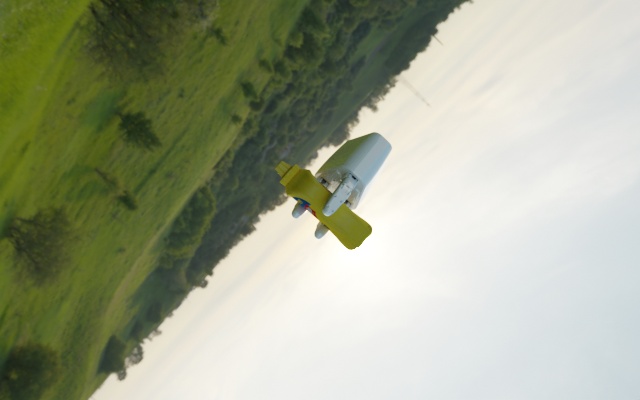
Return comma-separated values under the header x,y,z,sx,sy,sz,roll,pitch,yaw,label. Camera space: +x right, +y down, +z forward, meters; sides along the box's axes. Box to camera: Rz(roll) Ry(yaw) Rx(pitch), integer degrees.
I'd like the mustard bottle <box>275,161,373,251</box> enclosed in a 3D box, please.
x,y,z,sx,sy,sz,roll,pitch,yaw,label
0.000,0.003,0.812,0.191,0.058,0.096,43,-5,-5,mustard bottle
